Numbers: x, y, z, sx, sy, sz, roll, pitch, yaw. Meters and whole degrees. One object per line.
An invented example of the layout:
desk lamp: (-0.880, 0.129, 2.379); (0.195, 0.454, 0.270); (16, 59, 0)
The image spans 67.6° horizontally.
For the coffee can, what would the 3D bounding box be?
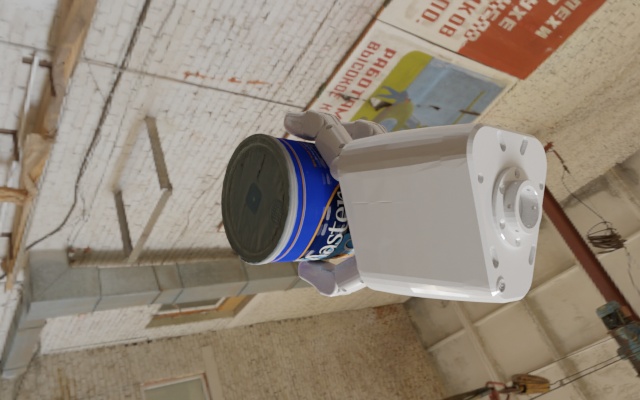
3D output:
coffee can: (0.000, 0.001, 0.417); (0.140, 0.103, 0.103); (3, -2, -40)
